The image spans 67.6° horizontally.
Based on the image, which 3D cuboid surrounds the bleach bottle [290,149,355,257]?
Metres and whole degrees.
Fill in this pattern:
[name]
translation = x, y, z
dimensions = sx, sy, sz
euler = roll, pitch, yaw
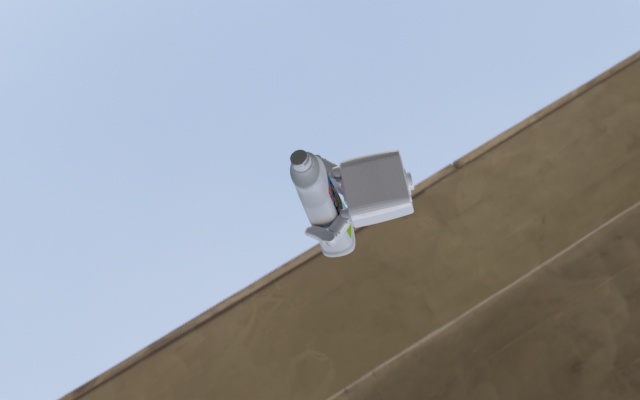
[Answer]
[bleach bottle]
translation = 0.000, 0.003, 0.823
dimensions = 0.068, 0.102, 0.251
euler = -12, -32, 10
